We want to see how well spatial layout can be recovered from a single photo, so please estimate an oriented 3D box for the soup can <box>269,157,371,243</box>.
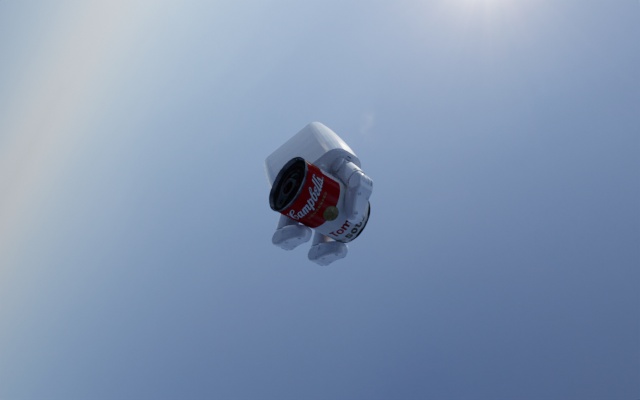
[{"bbox_3d":[0.001,0.002,0.561,0.102,0.068,0.068,29,-16,-31],"label":"soup can"}]
